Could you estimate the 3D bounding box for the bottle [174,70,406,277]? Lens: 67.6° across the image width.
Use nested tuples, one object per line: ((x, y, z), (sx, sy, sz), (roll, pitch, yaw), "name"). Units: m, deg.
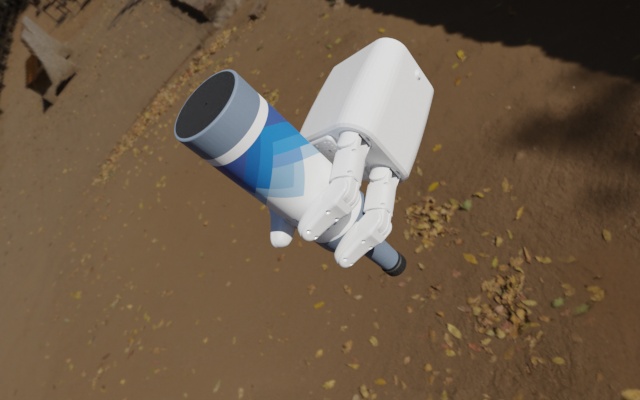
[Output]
((0.000, 0.001, 0.448), (0.069, 0.069, 0.296), (0, -30, 42), "bottle")
